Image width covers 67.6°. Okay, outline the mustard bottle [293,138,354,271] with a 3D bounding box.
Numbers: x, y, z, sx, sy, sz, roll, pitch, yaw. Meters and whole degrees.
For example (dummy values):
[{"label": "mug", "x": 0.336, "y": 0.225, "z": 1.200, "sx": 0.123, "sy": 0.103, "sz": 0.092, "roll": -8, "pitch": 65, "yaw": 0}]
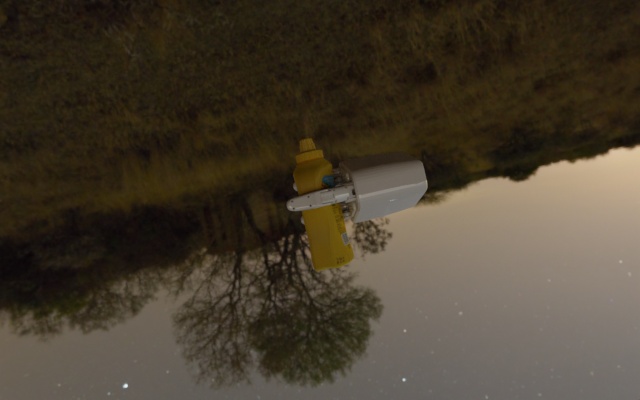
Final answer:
[{"label": "mustard bottle", "x": 0.000, "y": 0.003, "z": 0.707, "sx": 0.058, "sy": 0.191, "sz": 0.096, "roll": -13, "pitch": 0, "yaw": 18}]
